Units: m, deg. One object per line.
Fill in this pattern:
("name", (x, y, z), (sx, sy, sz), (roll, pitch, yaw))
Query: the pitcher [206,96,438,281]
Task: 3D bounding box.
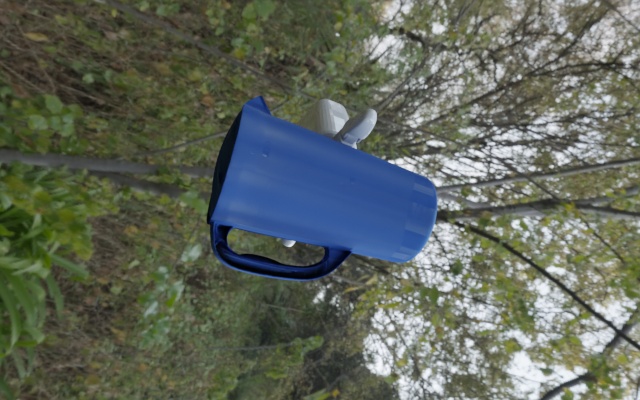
("pitcher", (0.000, 0.002, 0.535), (0.243, 0.149, 0.145), (17, 32, -16))
